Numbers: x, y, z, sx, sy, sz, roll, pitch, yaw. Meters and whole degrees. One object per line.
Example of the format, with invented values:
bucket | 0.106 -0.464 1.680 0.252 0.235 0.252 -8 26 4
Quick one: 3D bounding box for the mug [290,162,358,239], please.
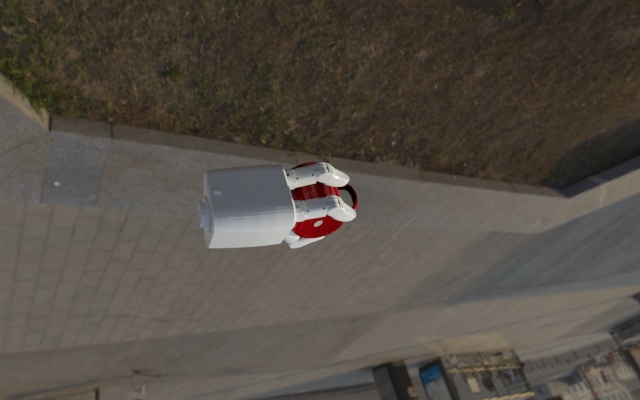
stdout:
mug | 0.002 0.002 0.714 0.117 0.081 0.093 -5 -35 -19
